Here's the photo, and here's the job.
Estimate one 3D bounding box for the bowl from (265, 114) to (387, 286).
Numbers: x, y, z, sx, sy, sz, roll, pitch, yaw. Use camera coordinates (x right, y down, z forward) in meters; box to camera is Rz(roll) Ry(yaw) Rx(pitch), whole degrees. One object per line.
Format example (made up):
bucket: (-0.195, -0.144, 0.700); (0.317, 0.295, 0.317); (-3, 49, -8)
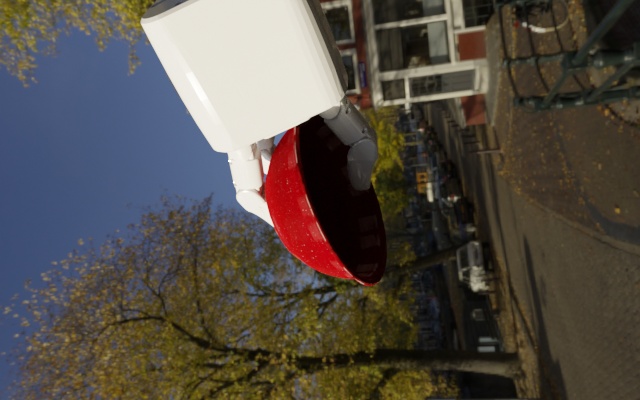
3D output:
bowl: (0.000, 0.003, 0.416); (0.055, 0.162, 0.162); (-21, -9, 23)
